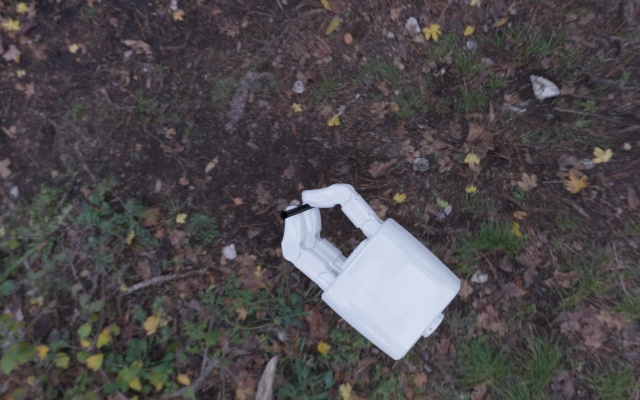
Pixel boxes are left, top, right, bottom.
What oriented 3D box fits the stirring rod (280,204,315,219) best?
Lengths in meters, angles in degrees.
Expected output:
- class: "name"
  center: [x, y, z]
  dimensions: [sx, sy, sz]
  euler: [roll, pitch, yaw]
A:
- class: "stirring rod"
  center: [0.000, 0.002, 0.591]
  dimensions: [0.011, 0.011, 0.239]
  euler: [0, 6, 18]
